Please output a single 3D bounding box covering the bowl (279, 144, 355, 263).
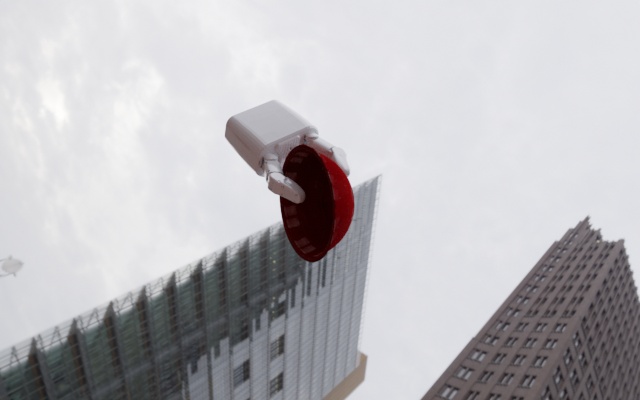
[{"bbox_3d":[0.001,0.003,0.665,0.055,0.162,0.162,-6,3,-29],"label":"bowl"}]
